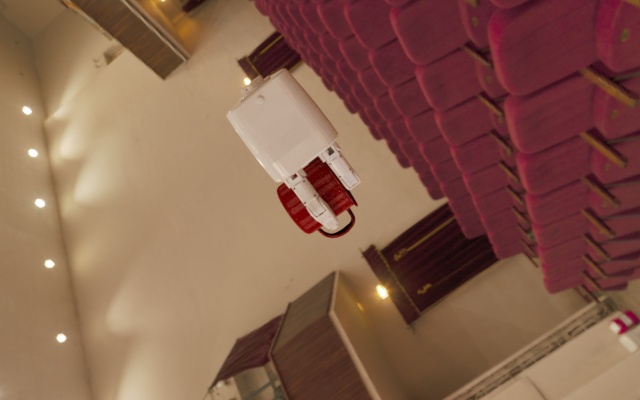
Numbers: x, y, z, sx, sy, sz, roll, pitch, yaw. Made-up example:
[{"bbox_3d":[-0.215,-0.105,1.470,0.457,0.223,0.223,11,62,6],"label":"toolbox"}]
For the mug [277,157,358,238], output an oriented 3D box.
[{"bbox_3d":[0.001,0.003,0.670,0.081,0.117,0.093,-35,15,7],"label":"mug"}]
